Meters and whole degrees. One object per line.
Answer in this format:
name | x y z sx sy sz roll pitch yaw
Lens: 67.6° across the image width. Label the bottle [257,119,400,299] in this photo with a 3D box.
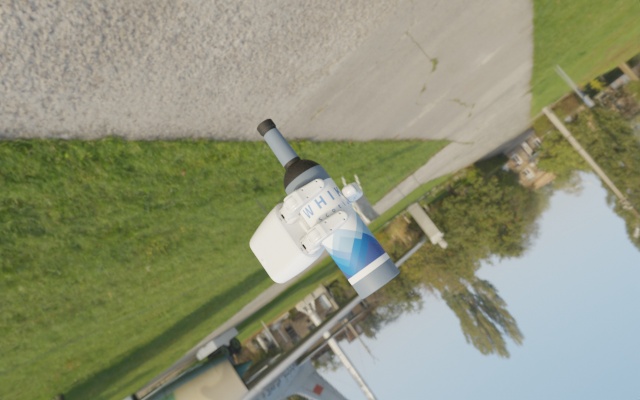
bottle | 0.000 0.002 0.697 0.069 0.295 0.069 -35 -9 -7
